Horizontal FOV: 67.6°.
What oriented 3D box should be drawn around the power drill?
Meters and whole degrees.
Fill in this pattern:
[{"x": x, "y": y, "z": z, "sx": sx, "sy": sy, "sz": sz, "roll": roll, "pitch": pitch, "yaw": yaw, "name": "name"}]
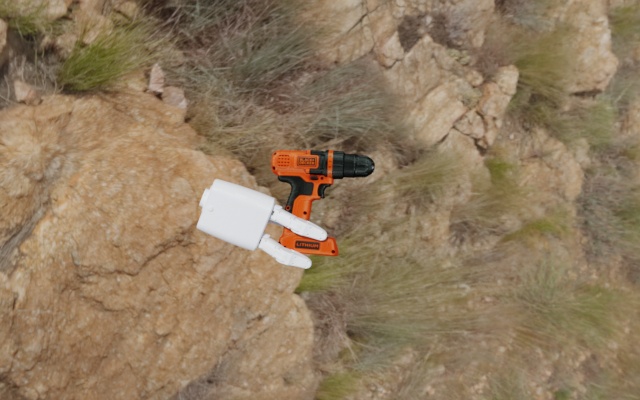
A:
[{"x": 0.000, "y": 0.003, "z": 0.842, "sx": 0.184, "sy": 0.187, "sz": 0.057, "roll": 3, "pitch": -8, "yaw": 6, "name": "power drill"}]
